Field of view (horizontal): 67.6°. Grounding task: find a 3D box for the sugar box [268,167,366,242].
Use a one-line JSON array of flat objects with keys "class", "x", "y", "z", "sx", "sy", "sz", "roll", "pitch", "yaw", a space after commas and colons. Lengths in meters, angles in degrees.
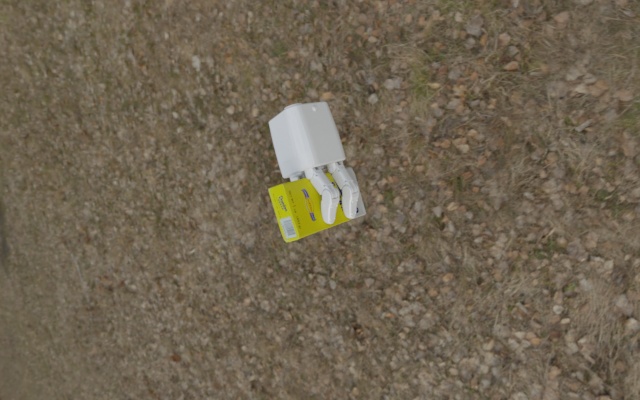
[{"class": "sugar box", "x": 0.000, "y": 0.002, "z": 0.816, "sx": 0.176, "sy": 0.093, "sz": 0.048, "roll": -18, "pitch": 2, "yaw": -43}]
